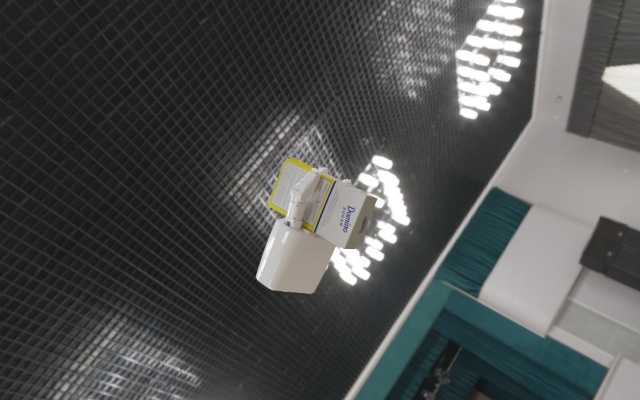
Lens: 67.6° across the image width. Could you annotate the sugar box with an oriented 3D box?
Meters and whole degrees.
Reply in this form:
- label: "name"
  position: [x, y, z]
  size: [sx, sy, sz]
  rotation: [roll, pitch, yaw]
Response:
- label: "sugar box"
  position: [0.000, 0.003, 0.782]
  size: [0.176, 0.093, 0.048]
  rotation: [28, 10, 32]
